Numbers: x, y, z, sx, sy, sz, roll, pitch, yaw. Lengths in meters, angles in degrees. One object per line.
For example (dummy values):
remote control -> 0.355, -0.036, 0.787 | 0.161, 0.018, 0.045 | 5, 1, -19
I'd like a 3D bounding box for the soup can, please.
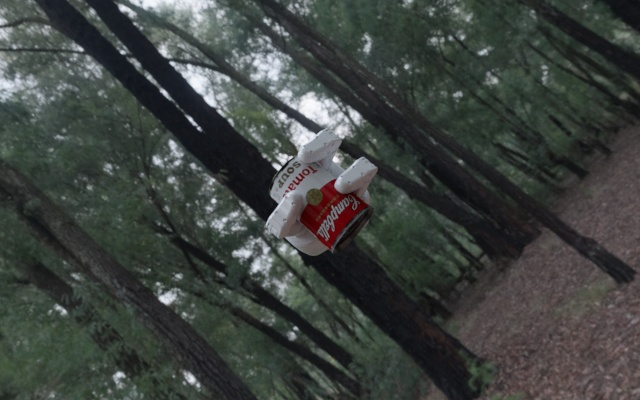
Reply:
soup can -> 0.000, 0.002, 0.540 | 0.102, 0.068, 0.068 | 41, 13, 16
